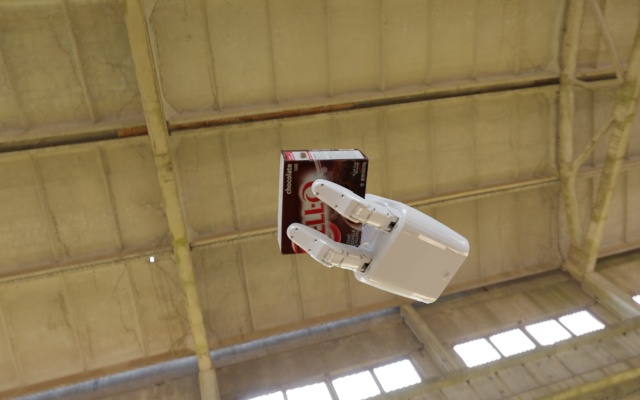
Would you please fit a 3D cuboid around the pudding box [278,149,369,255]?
[{"bbox_3d":[0.000,0.002,0.516,0.090,0.113,0.039,-3,24,-13],"label":"pudding box"}]
